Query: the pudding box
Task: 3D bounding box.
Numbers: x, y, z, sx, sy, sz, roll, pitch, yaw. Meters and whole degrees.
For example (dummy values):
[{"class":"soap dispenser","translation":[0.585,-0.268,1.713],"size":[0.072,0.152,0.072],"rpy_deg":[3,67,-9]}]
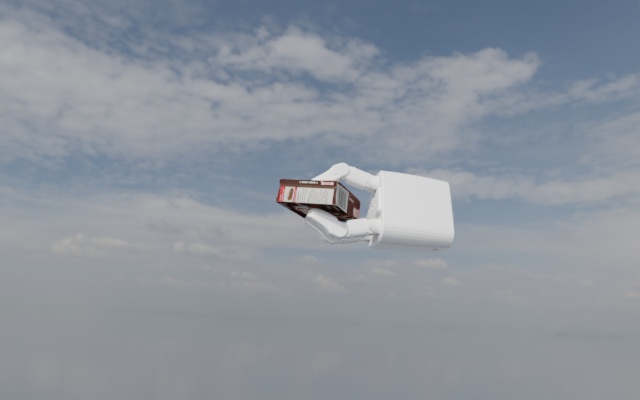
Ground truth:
[{"class":"pudding box","translation":[0.000,0.002,0.691],"size":[0.090,0.039,0.113],"rpy_deg":[2,-16,22]}]
